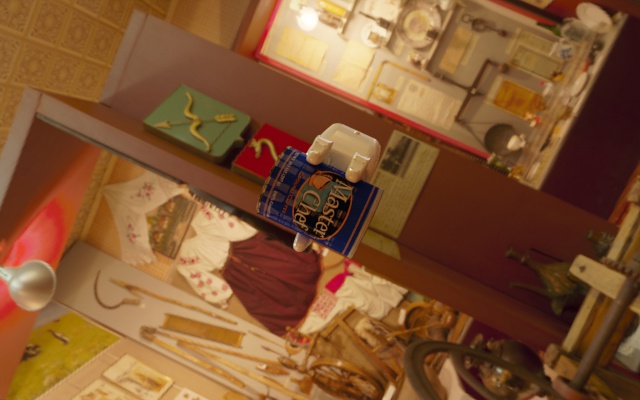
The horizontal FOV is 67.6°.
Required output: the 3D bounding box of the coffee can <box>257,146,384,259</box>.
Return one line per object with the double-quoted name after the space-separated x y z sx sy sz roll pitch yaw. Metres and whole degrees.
0.000 0.002 0.640 0.140 0.103 0.103 25 2 4 "coffee can"
